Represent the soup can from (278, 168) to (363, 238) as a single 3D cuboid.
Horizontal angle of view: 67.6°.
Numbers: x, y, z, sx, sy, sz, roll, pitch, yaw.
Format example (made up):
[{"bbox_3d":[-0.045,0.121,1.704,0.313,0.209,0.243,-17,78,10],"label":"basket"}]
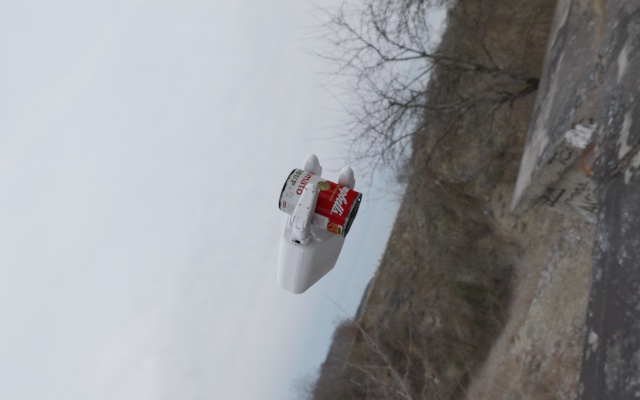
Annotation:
[{"bbox_3d":[0.000,0.002,0.678,0.102,0.068,0.068,22,5,12],"label":"soup can"}]
